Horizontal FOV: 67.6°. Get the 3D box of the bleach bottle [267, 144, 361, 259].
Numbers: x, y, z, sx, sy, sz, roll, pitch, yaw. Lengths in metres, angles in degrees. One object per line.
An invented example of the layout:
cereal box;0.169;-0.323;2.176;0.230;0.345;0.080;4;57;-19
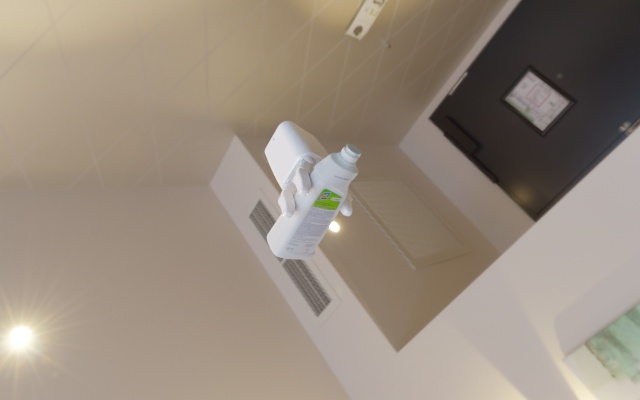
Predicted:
bleach bottle;0.000;0.003;0.872;0.102;0.251;0.068;7;40;-40
